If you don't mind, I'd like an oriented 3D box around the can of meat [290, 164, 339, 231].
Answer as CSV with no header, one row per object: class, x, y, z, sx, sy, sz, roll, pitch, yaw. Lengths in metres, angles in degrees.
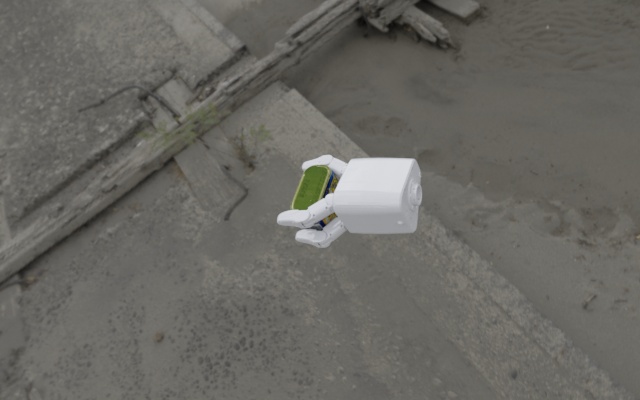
can of meat,0.000,0.002,0.795,0.057,0.102,0.084,4,-29,29
